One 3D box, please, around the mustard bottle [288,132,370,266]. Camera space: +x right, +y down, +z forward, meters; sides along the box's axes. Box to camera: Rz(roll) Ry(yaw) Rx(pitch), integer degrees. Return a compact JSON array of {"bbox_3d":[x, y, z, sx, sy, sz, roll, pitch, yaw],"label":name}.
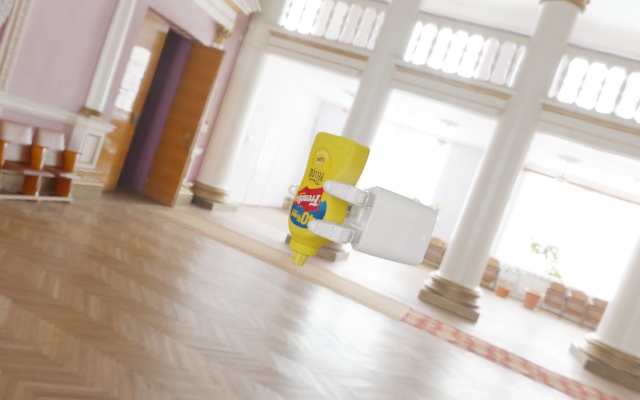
[{"bbox_3d":[0.000,0.002,0.679,0.058,0.191,0.096,17,5,-40],"label":"mustard bottle"}]
